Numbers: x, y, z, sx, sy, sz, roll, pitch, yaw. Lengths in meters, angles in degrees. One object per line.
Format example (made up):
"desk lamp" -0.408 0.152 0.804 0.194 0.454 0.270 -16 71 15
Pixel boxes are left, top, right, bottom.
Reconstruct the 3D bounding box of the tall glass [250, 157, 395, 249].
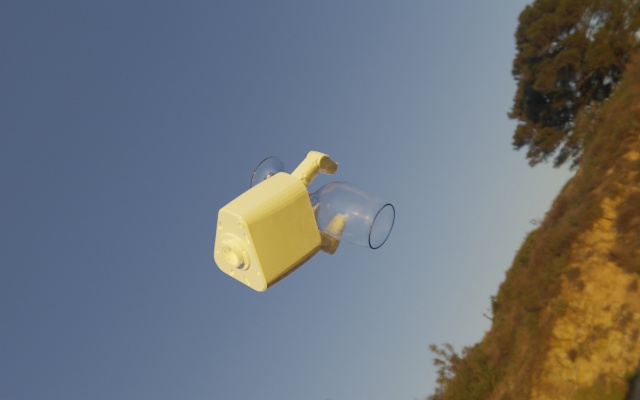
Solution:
"tall glass" 0.000 0.002 0.656 0.201 0.079 0.079 21 12 32
